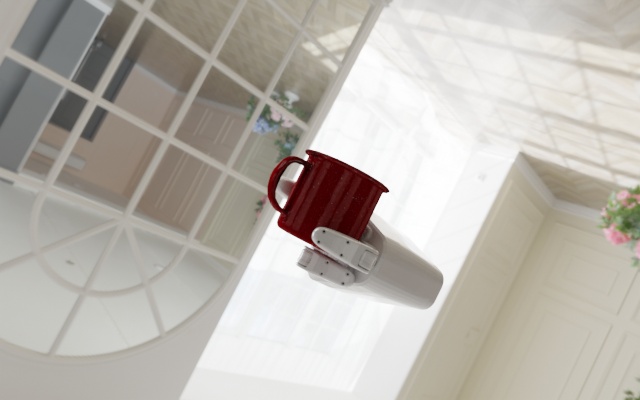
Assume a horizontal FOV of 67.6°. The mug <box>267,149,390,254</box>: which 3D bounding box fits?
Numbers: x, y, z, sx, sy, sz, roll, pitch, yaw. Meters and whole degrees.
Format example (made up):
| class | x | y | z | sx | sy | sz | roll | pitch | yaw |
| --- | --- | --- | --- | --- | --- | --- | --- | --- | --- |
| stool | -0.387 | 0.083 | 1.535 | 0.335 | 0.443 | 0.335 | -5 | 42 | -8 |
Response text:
| class | x | y | z | sx | sy | sz | roll | pitch | yaw |
| --- | --- | --- | --- | --- | --- | --- | --- | --- | --- |
| mug | -0.001 | 0.001 | 0.466 | 0.117 | 0.081 | 0.093 | 28 | -3 | -33 |
